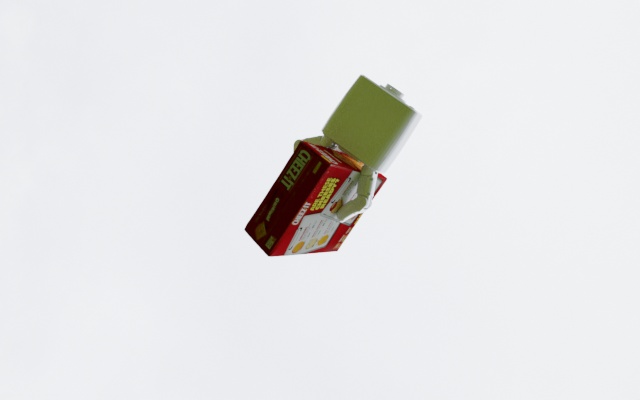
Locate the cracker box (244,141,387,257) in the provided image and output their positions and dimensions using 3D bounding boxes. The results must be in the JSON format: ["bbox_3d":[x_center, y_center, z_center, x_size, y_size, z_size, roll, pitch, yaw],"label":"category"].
[{"bbox_3d":[0.000,0.003,0.761,0.072,0.164,0.214,41,16,25],"label":"cracker box"}]
